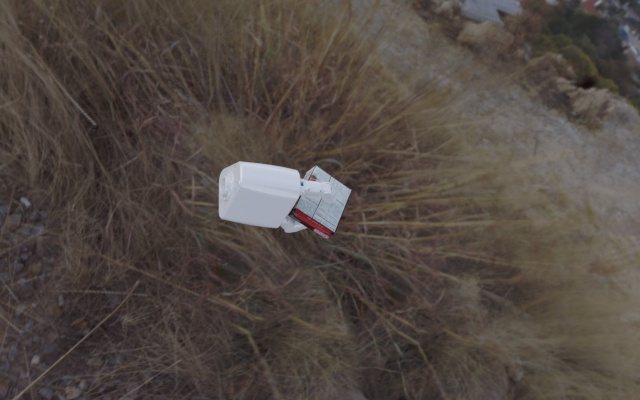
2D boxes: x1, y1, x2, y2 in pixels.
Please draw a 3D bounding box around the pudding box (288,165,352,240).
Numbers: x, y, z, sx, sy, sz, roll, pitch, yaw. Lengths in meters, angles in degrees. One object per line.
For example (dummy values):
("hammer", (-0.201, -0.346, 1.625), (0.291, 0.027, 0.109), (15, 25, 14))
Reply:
("pudding box", (0.000, 0.003, 0.882), (0.090, 0.113, 0.039), (35, -36, -14))
